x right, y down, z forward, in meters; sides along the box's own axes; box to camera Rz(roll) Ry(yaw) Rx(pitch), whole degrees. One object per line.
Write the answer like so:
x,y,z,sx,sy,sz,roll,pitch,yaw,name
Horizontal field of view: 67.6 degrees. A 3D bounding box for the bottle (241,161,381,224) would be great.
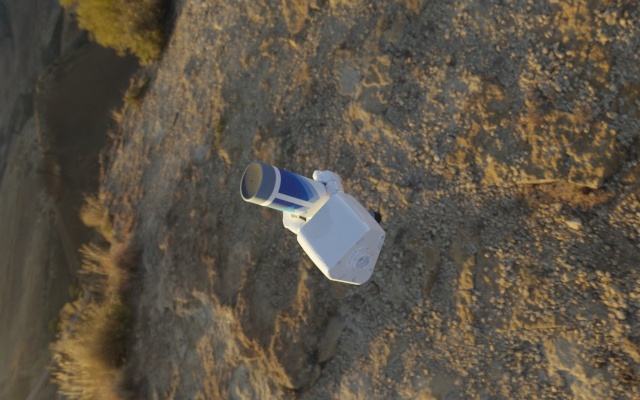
0.000,0.003,0.855,0.296,0.069,0.069,17,-11,-38,bottle
